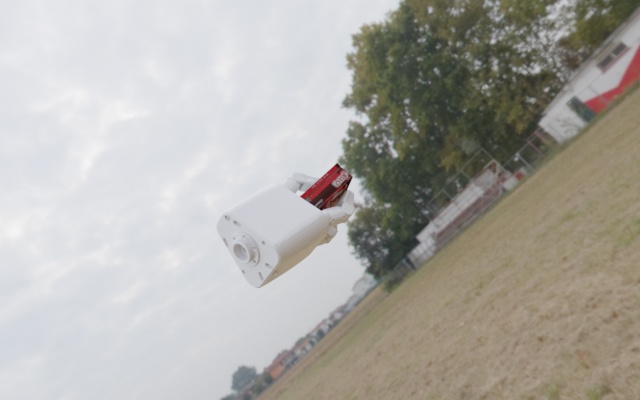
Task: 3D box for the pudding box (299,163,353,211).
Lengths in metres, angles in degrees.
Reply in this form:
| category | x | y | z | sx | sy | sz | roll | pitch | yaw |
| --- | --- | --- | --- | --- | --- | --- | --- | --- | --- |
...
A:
| category | x | y | z | sx | sy | sz | roll | pitch | yaw |
| --- | --- | --- | --- | --- | --- | --- | --- | --- | --- |
| pudding box | 0.000 | 0.002 | 0.743 | 0.090 | 0.039 | 0.113 | -42 | -10 | -20 |
